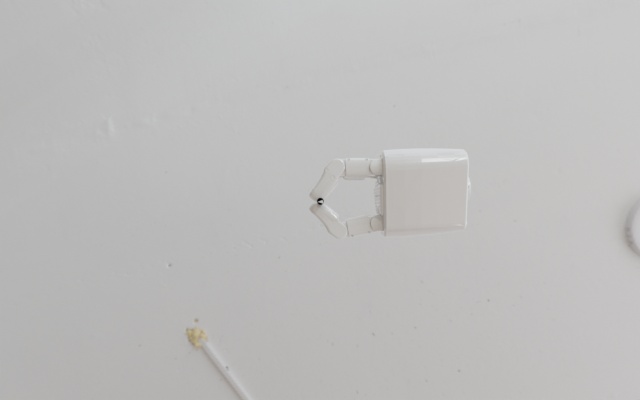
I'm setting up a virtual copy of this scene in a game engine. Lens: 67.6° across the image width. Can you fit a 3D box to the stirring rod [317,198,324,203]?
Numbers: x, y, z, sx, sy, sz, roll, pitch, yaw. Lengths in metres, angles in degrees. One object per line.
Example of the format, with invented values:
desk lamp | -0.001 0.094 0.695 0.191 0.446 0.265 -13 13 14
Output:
stirring rod | 0.000 0.002 0.655 0.011 0.011 0.239 0 -1 0
